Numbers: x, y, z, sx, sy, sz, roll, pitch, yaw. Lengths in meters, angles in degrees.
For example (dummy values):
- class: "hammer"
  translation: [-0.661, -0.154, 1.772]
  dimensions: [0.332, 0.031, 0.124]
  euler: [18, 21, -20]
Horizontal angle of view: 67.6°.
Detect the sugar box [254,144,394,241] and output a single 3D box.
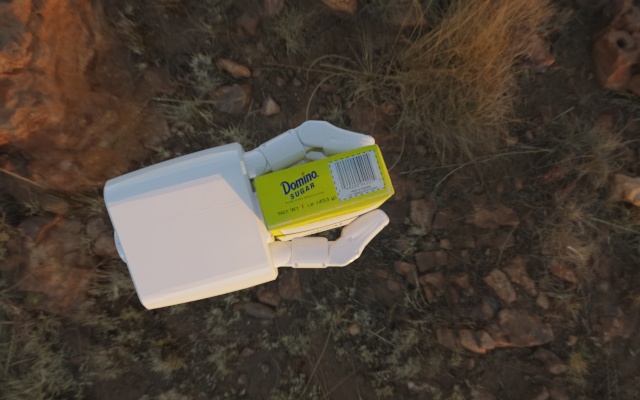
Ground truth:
- class: "sugar box"
  translation: [0.000, 0.001, 0.414]
  dimensions: [0.093, 0.048, 0.176]
  euler: [-15, -4, -4]
